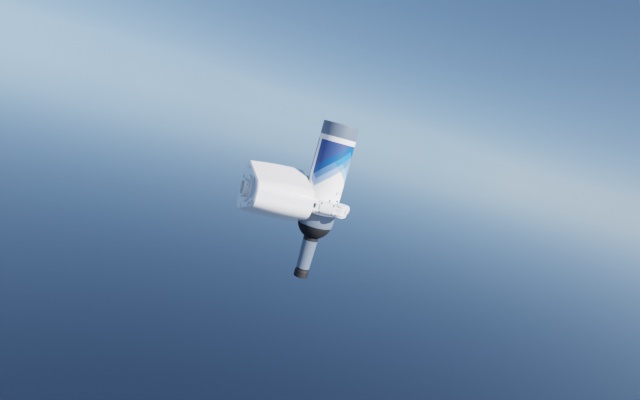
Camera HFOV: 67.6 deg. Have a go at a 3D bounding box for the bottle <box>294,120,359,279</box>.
[{"bbox_3d":[0.000,0.003,0.885,0.069,0.296,0.069,15,8,-2],"label":"bottle"}]
